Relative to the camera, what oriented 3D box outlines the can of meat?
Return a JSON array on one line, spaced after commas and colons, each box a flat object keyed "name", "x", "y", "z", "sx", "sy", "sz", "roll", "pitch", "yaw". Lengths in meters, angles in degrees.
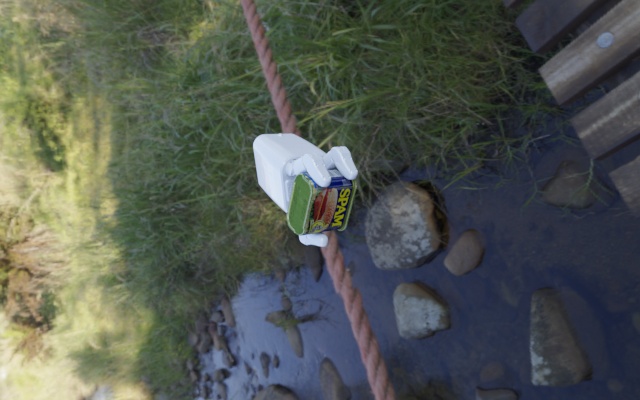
[{"name": "can of meat", "x": 0.000, "y": 0.003, "z": 0.747, "sx": 0.084, "sy": 0.102, "sz": 0.057, "roll": -8, "pitch": 34, "yaw": -35}]
